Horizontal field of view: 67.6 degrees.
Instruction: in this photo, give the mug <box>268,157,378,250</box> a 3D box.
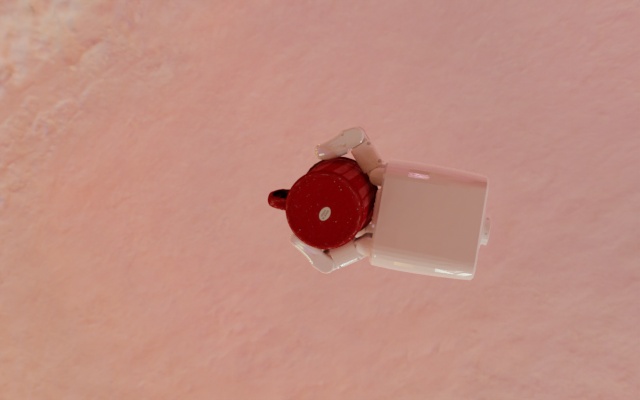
[{"bbox_3d":[-0.001,0.001,0.512,0.117,0.093,0.081,8,13,12],"label":"mug"}]
